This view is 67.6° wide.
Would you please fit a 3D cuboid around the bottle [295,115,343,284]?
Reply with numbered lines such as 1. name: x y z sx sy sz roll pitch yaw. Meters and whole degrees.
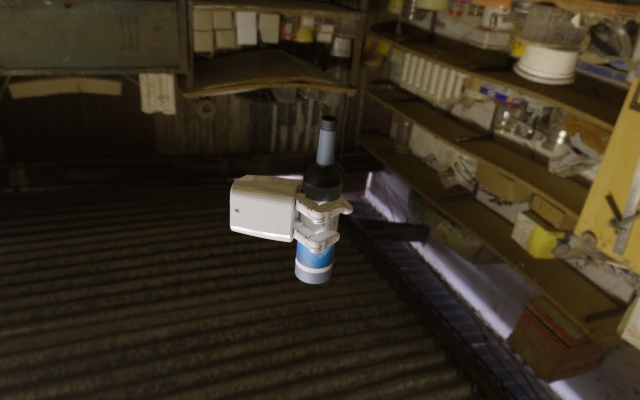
1. bottle: 0.000 0.003 0.801 0.069 0.296 0.069 5 28 -3
